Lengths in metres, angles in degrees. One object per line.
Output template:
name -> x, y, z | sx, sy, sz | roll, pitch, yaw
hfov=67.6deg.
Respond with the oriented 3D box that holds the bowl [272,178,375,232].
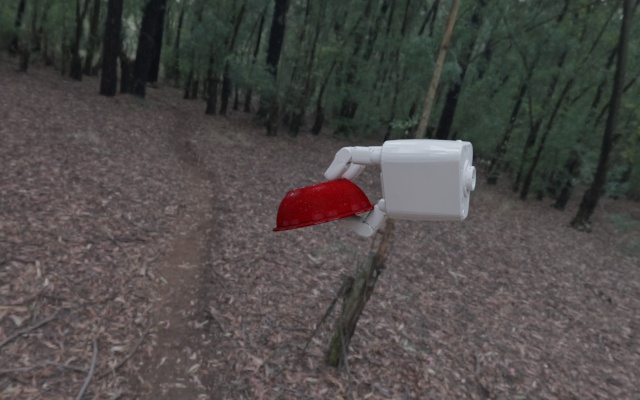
bowl -> -0.001, 0.002, 0.723 | 0.162, 0.055, 0.162 | -14, 1, 0
